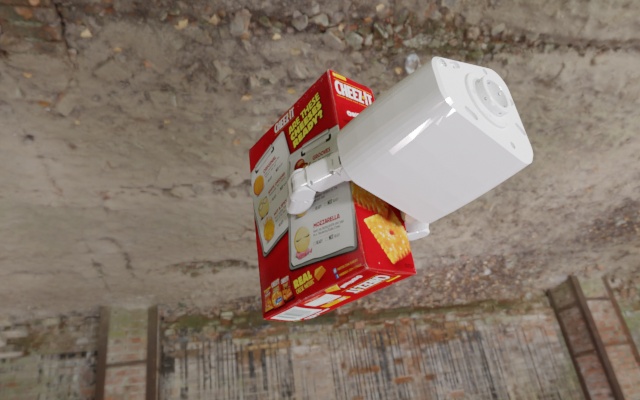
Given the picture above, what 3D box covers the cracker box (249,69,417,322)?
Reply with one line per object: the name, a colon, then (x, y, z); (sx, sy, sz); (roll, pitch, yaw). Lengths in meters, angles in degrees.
cracker box: (0.000, 0.002, 0.503); (0.072, 0.213, 0.164); (13, -34, -36)
